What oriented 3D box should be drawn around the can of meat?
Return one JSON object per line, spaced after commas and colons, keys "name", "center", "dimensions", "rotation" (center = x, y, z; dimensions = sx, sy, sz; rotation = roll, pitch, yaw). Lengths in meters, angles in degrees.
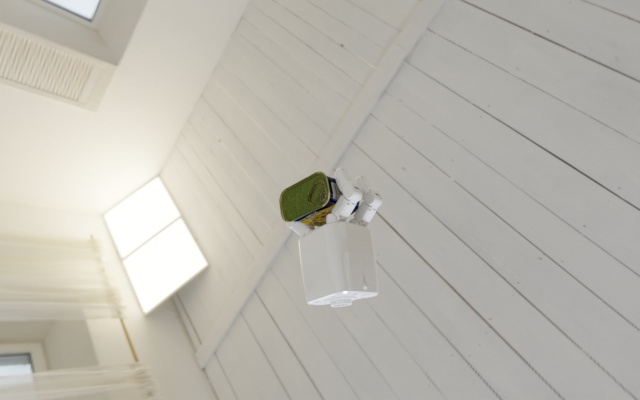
{"name": "can of meat", "center": [0.000, 0.003, 0.761], "dimensions": [0.102, 0.057, 0.084], "rotation": [-27, -27, 35]}
